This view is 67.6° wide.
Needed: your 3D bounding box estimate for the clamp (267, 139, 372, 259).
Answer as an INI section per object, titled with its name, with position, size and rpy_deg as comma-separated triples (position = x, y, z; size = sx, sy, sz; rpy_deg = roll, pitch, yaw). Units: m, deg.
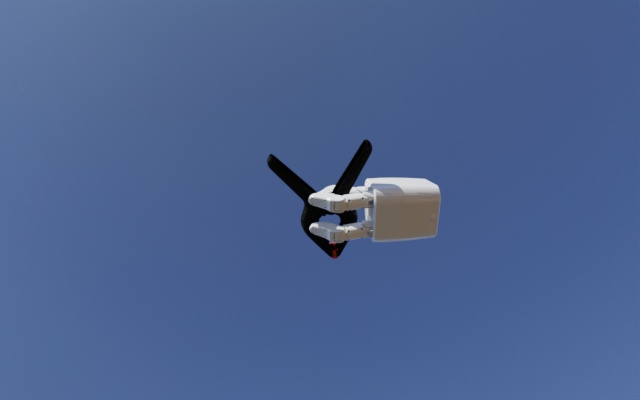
[clamp]
position = 0.000, 0.003, 0.785
size = 0.164, 0.210, 0.036
rpy_deg = -2, 28, -2
